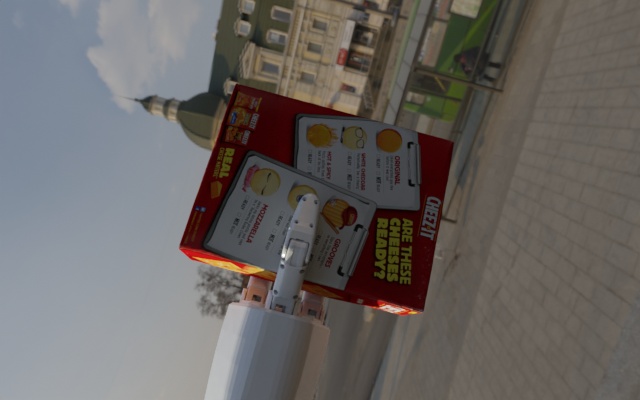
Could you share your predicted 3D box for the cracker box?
[{"bbox_3d":[0.000,0.001,0.449,0.214,0.164,0.072,15,-17,-1],"label":"cracker box"}]
